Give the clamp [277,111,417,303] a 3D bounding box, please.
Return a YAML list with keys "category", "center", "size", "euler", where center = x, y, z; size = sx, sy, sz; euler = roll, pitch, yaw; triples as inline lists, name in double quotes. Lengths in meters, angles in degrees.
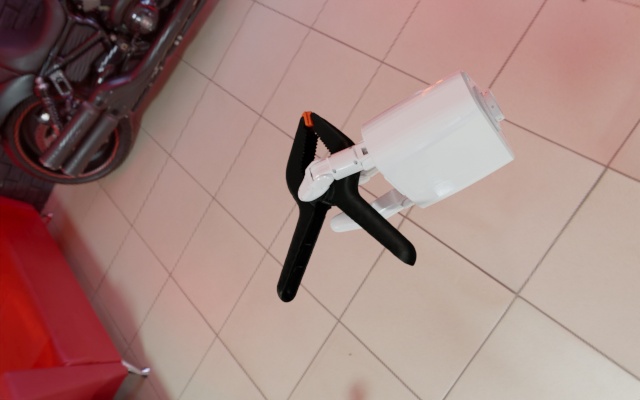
- category: "clamp"
  center: [0.000, 0.001, 0.522]
  size: [0.164, 0.210, 0.036]
  euler: [-29, -27, 25]
